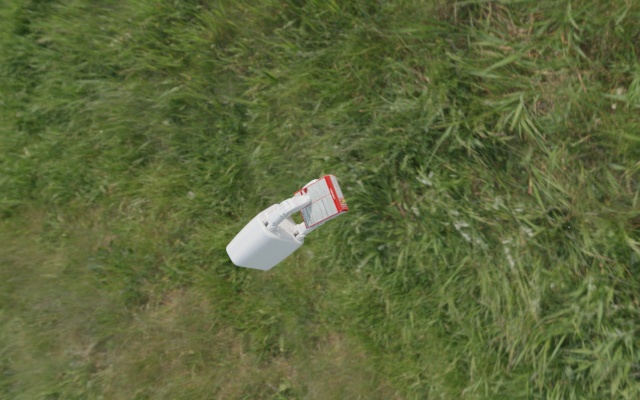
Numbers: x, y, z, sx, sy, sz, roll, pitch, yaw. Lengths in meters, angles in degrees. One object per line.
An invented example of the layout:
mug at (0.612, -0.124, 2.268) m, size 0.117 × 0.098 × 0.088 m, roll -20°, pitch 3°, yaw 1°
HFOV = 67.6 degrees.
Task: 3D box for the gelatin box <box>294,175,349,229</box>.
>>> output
gelatin box at (0.000, 0.003, 0.891) m, size 0.089 × 0.073 × 0.030 m, roll -28°, pitch -13°, yaw 33°
